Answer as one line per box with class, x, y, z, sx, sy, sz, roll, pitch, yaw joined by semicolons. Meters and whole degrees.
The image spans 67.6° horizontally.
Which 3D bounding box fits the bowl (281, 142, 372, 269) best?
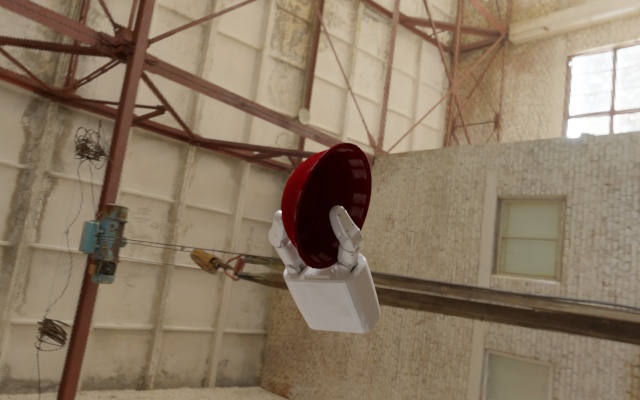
bowl;0.000;0.001;0.605;0.055;0.162;0.162;18;10;34
